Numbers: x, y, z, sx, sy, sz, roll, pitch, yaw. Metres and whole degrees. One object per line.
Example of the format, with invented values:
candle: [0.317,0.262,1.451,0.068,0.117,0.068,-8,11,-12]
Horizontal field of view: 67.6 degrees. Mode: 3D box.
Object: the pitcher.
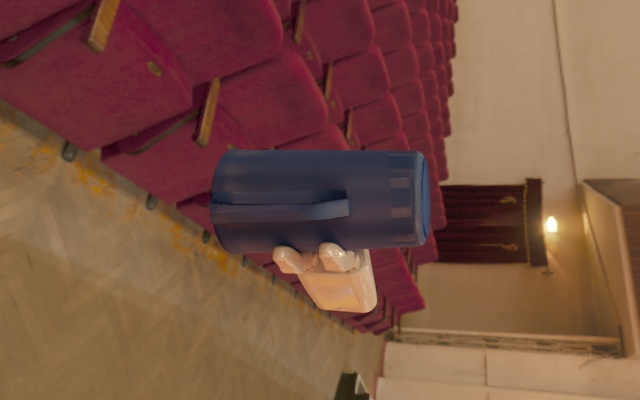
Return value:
pitcher: [0.000,0.002,0.560,0.243,0.149,0.145,-1,-40,17]
